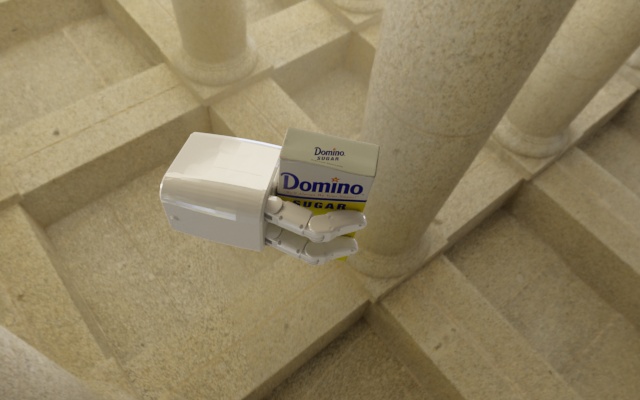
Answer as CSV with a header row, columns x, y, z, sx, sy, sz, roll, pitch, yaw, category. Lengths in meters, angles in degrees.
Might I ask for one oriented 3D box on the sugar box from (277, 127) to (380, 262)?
x,y,z,sx,sy,sz,roll,pitch,yaw,category
0.000,0.002,0.516,0.093,0.048,0.176,12,-32,1,sugar box
